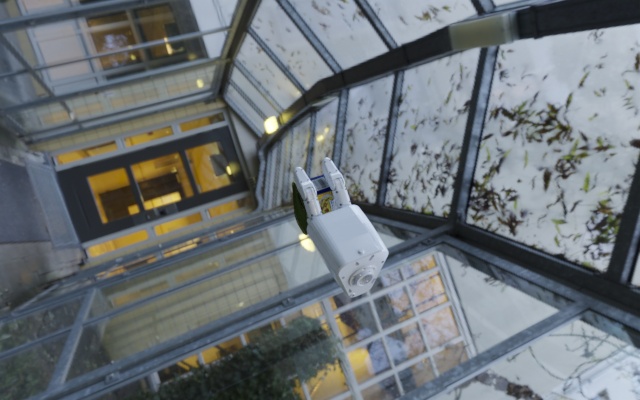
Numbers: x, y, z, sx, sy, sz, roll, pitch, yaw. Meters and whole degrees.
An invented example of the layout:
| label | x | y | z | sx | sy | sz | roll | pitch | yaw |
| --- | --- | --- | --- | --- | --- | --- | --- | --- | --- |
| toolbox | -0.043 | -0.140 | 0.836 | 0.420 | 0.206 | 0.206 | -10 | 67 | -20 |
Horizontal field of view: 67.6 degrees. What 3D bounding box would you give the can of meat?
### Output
| label | x | y | z | sx | sy | sz | roll | pitch | yaw |
| --- | --- | --- | --- | --- | --- | --- | --- | --- | --- |
| can of meat | 0.000 | 0.003 | 0.851 | 0.084 | 0.102 | 0.057 | -18 | 45 | -17 |
